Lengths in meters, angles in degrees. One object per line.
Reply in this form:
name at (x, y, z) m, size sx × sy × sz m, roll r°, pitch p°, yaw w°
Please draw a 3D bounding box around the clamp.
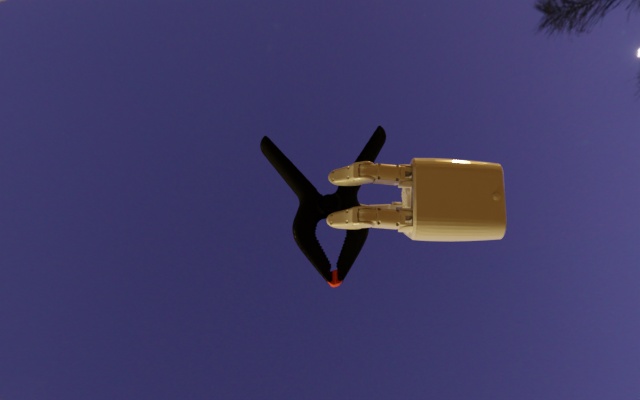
clamp at (0.000, 0.003, 0.606) m, size 0.164 × 0.210 × 0.036 m, roll 1°, pitch -15°, yaw 4°
